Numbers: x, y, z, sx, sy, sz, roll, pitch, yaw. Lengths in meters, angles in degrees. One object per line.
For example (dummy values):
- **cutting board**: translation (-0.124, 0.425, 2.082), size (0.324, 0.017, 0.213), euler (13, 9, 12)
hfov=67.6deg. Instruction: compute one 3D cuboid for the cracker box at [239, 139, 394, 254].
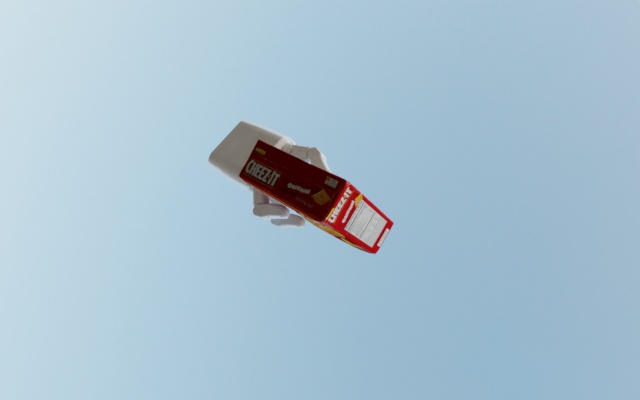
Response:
- **cracker box**: translation (0.000, 0.002, 0.735), size (0.164, 0.072, 0.214), euler (27, -4, 31)
